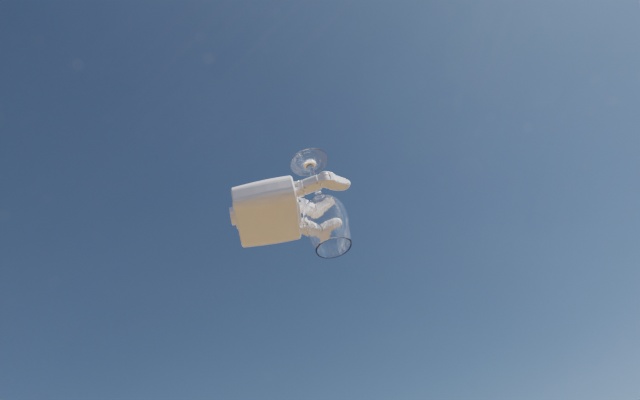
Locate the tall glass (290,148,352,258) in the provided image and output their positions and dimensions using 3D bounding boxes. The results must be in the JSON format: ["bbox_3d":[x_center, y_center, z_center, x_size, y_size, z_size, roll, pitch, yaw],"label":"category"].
[{"bbox_3d":[0.000,0.002,0.846,0.079,0.201,0.079,-10,-38,-8],"label":"tall glass"}]
